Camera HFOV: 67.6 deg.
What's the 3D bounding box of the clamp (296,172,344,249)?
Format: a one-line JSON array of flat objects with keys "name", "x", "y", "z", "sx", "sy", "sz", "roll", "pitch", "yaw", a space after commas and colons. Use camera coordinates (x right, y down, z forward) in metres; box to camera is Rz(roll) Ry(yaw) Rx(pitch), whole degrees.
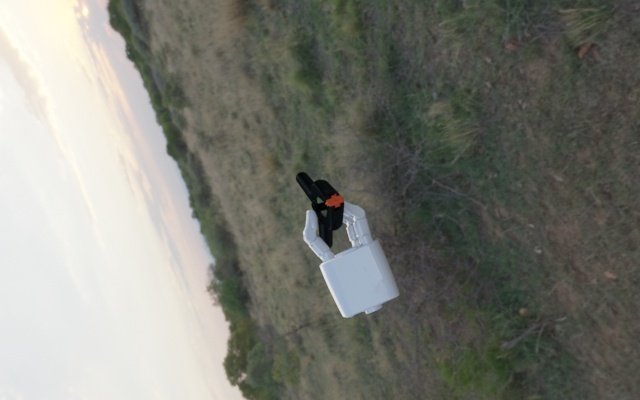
[{"name": "clamp", "x": 0.000, "y": 0.003, "z": 0.885, "sx": 0.036, "sy": 0.164, "sz": 0.210, "roll": -21, "pitch": -8, "yaw": -13}]
